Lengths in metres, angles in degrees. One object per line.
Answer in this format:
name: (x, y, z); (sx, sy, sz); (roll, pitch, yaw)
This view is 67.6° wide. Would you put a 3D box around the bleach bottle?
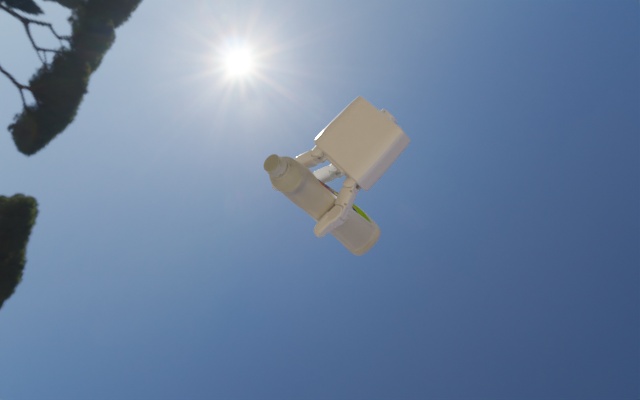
bleach bottle: (0.000, 0.003, 0.766); (0.251, 0.068, 0.102); (38, 7, -48)
